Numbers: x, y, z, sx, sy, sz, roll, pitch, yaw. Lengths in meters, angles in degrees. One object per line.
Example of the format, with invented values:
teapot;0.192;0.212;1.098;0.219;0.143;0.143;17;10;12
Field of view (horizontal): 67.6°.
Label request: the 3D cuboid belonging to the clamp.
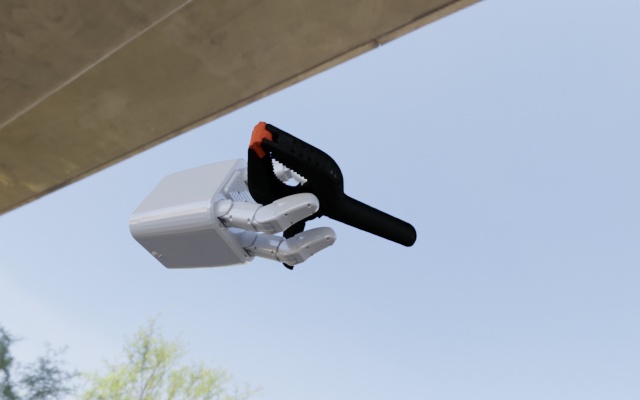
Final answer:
clamp;0.000;0.001;0.483;0.164;0.036;0.210;-10;-42;18
